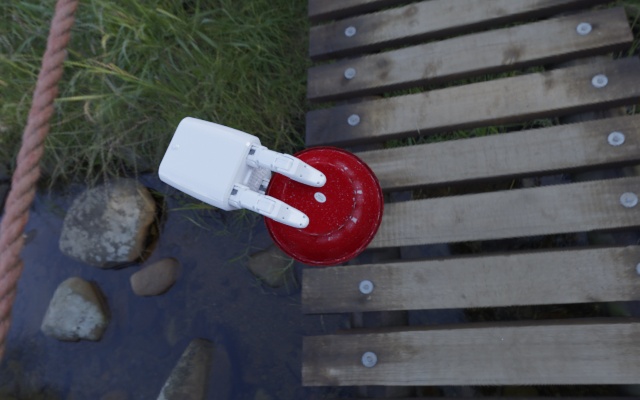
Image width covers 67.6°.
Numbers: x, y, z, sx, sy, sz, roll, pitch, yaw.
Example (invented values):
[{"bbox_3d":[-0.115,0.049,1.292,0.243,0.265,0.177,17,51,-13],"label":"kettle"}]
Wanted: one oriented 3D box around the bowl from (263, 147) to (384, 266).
[{"bbox_3d":[0.001,0.002,0.610,0.162,0.162,0.055,0,-10,6],"label":"bowl"}]
